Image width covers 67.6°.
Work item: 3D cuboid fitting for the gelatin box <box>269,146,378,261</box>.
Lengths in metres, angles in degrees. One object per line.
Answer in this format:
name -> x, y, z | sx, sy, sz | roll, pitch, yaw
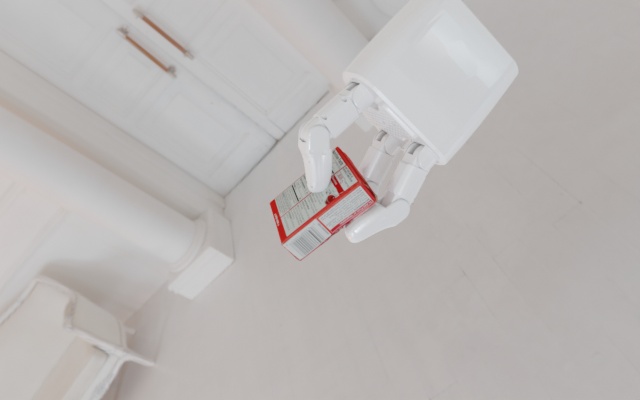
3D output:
gelatin box -> 0.000, 0.001, 0.431 | 0.089, 0.030, 0.073 | -38, 32, 7
